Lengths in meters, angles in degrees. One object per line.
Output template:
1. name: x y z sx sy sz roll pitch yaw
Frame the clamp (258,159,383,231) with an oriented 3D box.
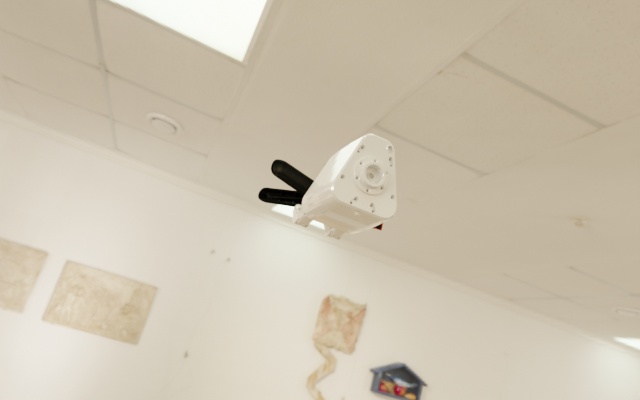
1. clamp: 0.001 0.002 0.762 0.210 0.036 0.164 22 -18 -15
